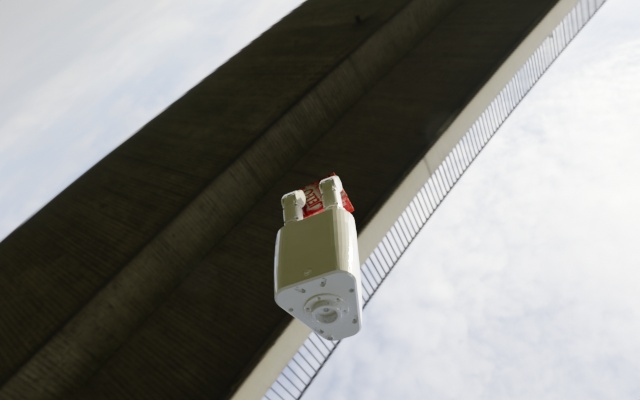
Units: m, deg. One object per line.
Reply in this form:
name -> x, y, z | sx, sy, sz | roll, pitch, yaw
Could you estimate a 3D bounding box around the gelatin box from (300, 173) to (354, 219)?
gelatin box -> 0.000, 0.002, 0.673 | 0.073, 0.030, 0.089 | -27, 27, 2
